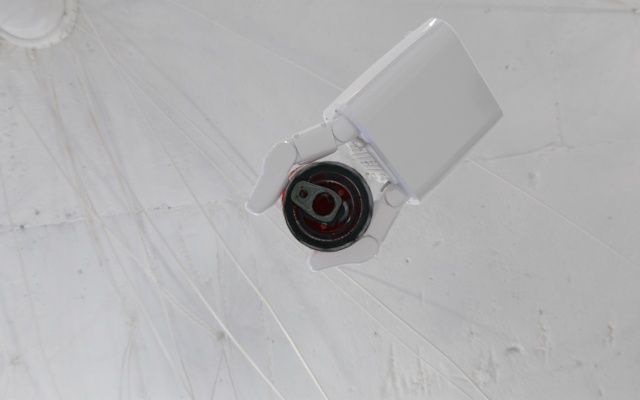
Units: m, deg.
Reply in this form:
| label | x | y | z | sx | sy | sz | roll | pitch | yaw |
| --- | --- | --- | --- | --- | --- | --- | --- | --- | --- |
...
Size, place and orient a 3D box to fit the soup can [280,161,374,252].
| label | x | y | z | sx | sy | sz | roll | pitch | yaw |
| --- | --- | --- | --- | --- | --- | --- | --- | --- | --- |
| soup can | 0.000 | 0.002 | 0.401 | 0.068 | 0.068 | 0.102 | 0 | 4 | -7 |
